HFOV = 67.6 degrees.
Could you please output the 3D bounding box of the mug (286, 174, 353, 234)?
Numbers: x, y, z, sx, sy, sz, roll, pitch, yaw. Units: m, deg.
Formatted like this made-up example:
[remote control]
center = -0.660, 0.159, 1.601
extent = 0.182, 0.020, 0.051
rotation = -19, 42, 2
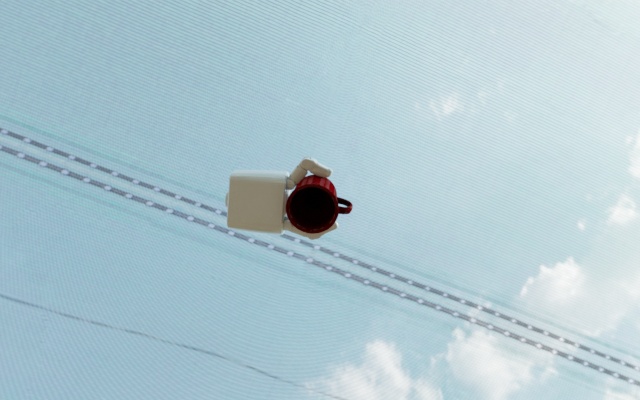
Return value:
[mug]
center = 0.002, 0.003, 0.863
extent = 0.117, 0.093, 0.081
rotation = 6, 20, 2
